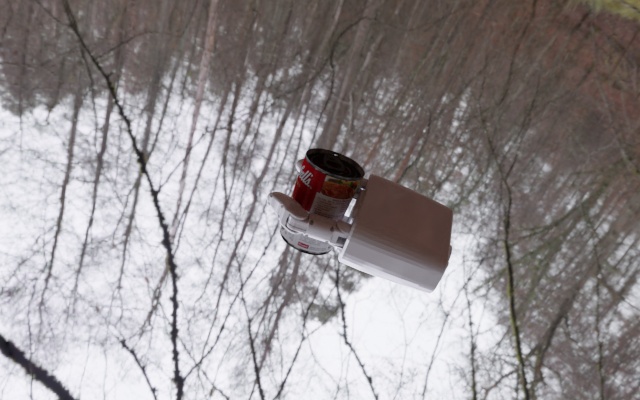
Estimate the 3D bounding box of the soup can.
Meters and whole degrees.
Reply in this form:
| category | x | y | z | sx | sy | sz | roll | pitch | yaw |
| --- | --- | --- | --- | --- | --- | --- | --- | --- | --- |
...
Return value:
| category | x | y | z | sx | sy | sz | roll | pitch | yaw |
| --- | --- | --- | --- | --- | --- | --- | --- | --- | --- |
| soup can | -0.001 | 0.002 | 0.537 | 0.068 | 0.102 | 0.068 | 17 | 26 | -8 |
